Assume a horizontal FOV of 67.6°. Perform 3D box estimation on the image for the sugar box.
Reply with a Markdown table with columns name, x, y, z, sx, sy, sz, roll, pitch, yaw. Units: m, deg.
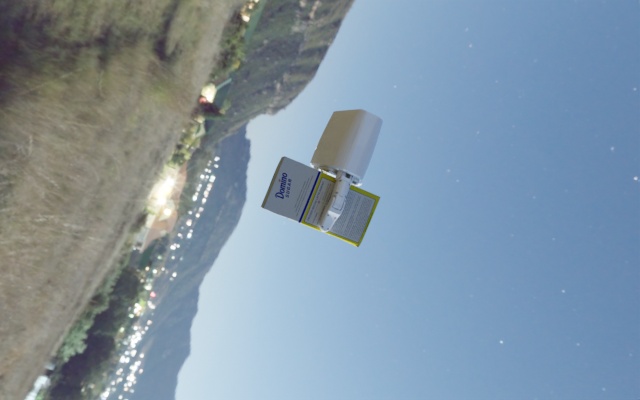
| name | x | y | z | sx | sy | sz | roll | pitch | yaw |
| --- | --- | --- | --- | --- | --- | --- | --- | --- | --- |
| sugar box | 0.000 | 0.002 | 0.790 | 0.176 | 0.093 | 0.048 | 23 | -2 | -11 |
